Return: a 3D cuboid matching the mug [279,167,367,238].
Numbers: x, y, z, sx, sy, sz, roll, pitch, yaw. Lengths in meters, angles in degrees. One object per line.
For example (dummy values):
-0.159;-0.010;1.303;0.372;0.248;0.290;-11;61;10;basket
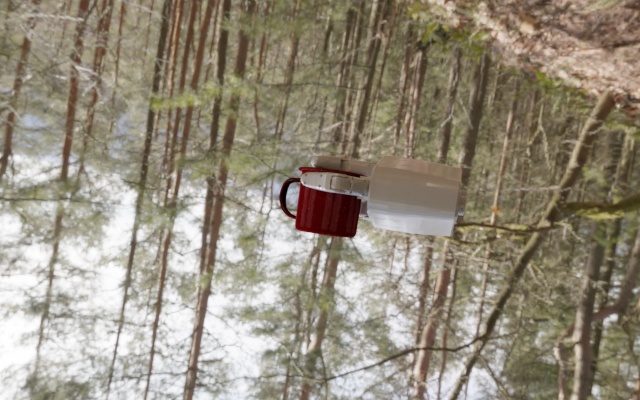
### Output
-0.001;0.002;0.627;0.117;0.081;0.093;8;-1;16;mug
